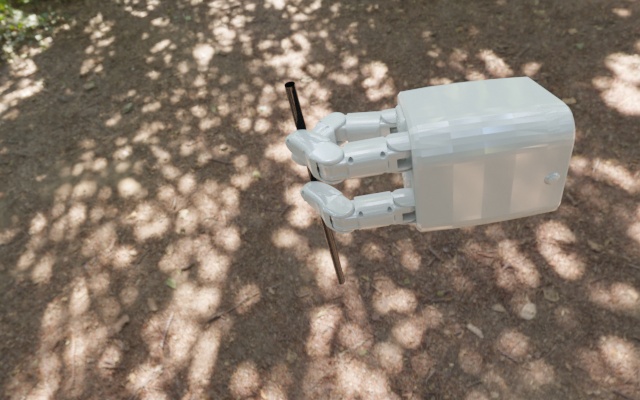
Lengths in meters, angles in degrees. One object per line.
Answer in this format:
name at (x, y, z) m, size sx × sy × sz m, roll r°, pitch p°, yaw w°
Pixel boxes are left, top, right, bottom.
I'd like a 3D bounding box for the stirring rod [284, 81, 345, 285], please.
stirring rod at (0.000, 0.001, 0.425) m, size 0.011 × 0.240 × 0.011 m, roll -8°, pitch 44°, yaw 7°
